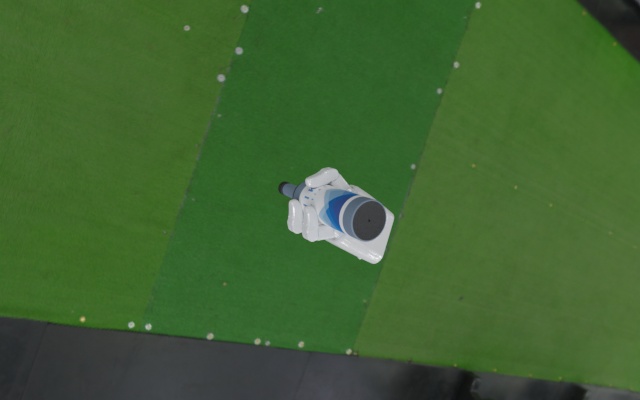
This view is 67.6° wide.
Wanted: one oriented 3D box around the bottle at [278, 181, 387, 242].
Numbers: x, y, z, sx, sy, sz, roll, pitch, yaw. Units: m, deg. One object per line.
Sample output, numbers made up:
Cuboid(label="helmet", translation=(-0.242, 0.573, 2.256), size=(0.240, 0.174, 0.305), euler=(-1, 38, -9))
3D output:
Cuboid(label="bottle", translation=(0.000, 0.003, 0.846), size=(0.069, 0.069, 0.295), euler=(0, 11, -31))
